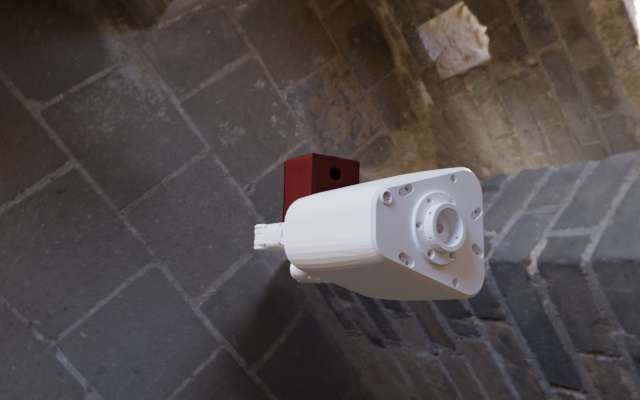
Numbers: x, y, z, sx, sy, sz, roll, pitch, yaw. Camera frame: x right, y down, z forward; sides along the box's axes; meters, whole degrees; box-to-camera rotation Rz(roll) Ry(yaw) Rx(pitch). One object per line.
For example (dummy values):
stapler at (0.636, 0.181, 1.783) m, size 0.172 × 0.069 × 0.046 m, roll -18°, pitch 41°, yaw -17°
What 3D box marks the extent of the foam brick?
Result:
foam brick at (0.000, 0.001, 0.430) m, size 0.053 × 0.078 × 0.051 m, roll 7°, pitch -11°, yaw -32°
